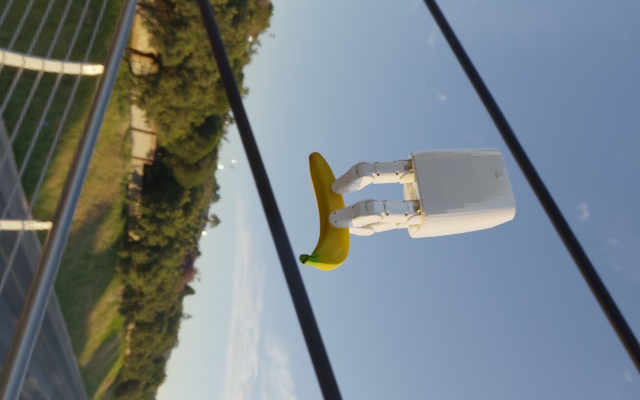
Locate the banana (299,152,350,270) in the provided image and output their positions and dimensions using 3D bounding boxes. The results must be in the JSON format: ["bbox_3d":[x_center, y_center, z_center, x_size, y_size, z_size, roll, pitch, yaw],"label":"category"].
[{"bbox_3d":[0.009,0.017,0.579,0.037,0.070,0.197,-22,36,18],"label":"banana"}]
